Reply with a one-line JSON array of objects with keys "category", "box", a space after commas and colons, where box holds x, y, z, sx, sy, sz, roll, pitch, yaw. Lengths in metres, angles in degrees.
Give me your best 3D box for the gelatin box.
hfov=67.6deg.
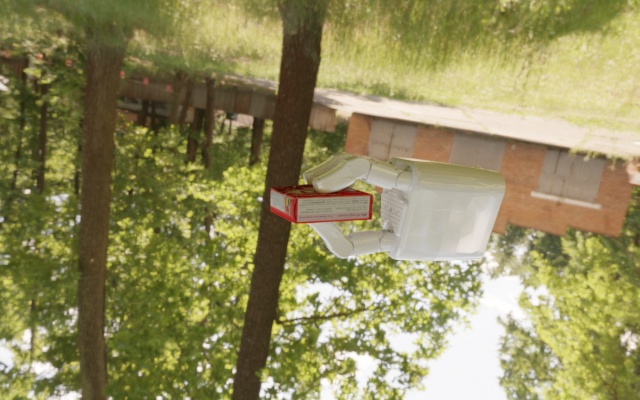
[{"category": "gelatin box", "box": [0.000, 0.002, 0.504, 0.089, 0.030, 0.073, -3, 11, -24]}]
